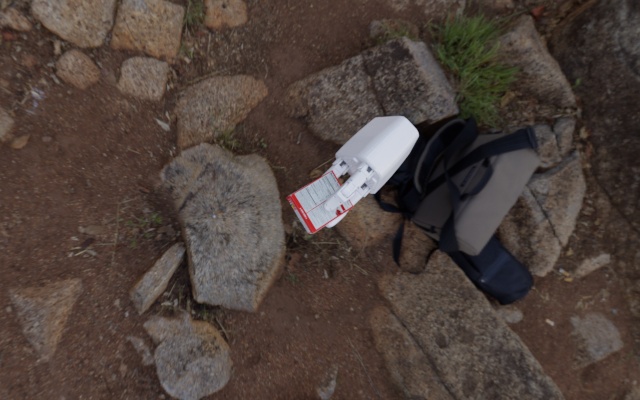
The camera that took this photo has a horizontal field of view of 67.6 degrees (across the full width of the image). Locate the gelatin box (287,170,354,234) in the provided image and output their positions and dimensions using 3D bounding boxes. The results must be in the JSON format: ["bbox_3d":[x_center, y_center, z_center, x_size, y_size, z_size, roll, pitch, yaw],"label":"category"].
[{"bbox_3d":[0.000,0.003,0.797,0.089,0.073,0.030,-32,3,-19],"label":"gelatin box"}]
